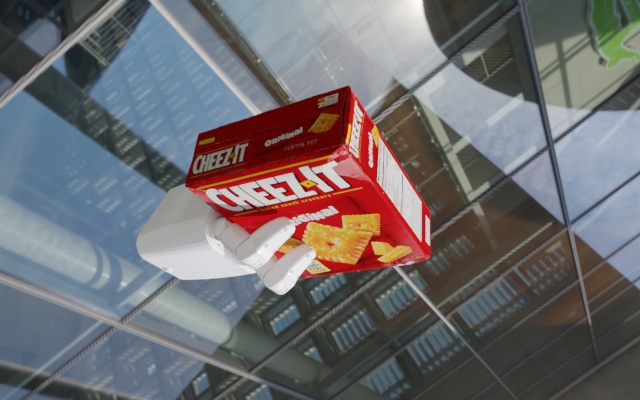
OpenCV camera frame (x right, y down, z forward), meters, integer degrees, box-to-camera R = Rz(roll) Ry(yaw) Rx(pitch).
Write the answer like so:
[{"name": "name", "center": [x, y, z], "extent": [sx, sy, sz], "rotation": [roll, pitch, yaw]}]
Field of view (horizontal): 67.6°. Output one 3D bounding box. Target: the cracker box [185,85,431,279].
[{"name": "cracker box", "center": [0.000, 0.002, 0.481], "extent": [0.164, 0.072, 0.214], "rotation": [-12, -36, 26]}]
